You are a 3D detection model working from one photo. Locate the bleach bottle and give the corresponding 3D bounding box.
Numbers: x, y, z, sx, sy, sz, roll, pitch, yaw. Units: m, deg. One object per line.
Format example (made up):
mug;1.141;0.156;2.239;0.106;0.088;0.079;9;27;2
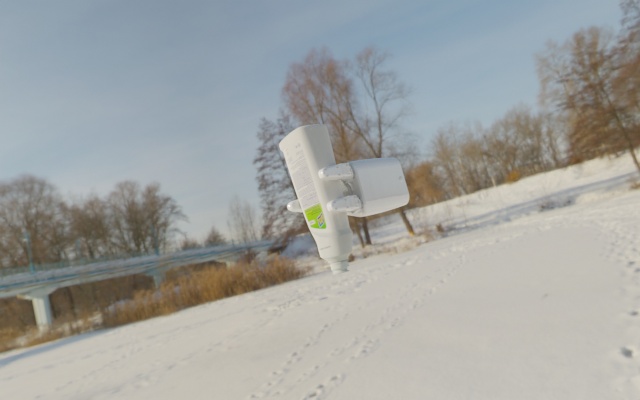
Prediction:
bleach bottle;0.000;0.003;0.821;0.068;0.251;0.102;-11;-8;-29
